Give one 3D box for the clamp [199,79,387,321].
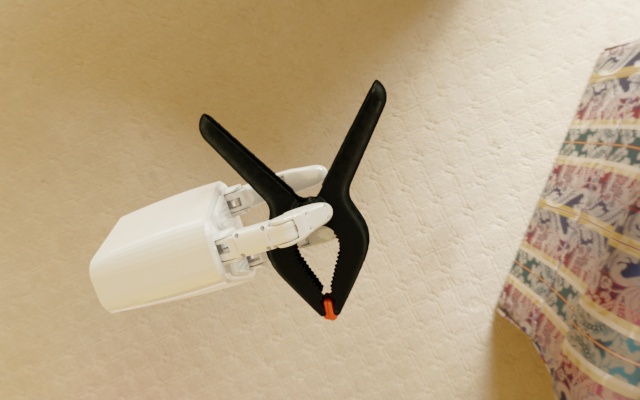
[{"bbox_3d":[0.000,0.002,0.425,0.164,0.210,0.036,-17,8,6],"label":"clamp"}]
